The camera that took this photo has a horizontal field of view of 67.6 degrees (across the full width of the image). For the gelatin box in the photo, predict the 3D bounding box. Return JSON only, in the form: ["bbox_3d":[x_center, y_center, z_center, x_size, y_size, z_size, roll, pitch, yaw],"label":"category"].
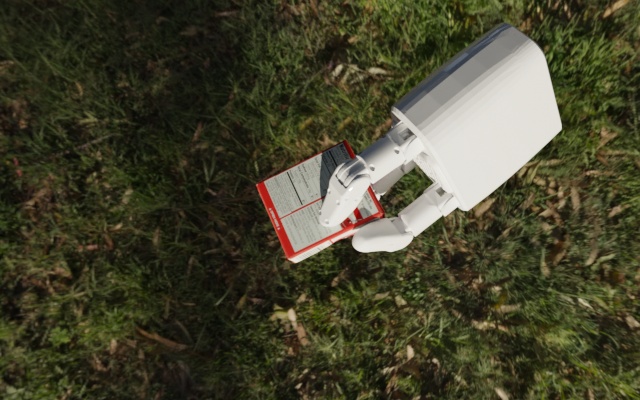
[{"bbox_3d":[0.000,0.001,0.408,0.089,0.073,0.030,-26,-17,2],"label":"gelatin box"}]
